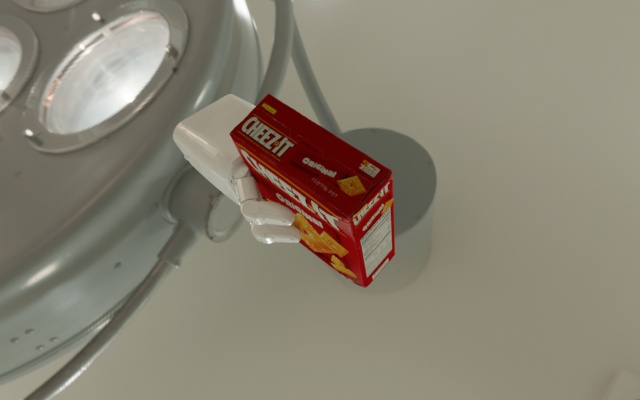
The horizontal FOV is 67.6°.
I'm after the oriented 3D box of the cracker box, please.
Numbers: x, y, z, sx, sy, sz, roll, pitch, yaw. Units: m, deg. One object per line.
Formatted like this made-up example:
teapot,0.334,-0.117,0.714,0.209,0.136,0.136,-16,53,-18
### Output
cracker box,0.000,0.002,0.549,0.164,0.072,0.214,35,-17,24
